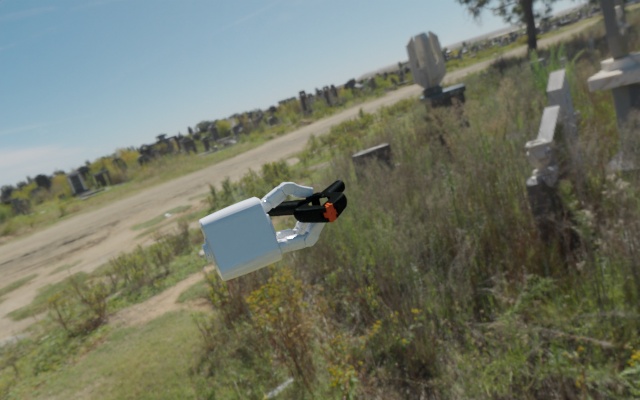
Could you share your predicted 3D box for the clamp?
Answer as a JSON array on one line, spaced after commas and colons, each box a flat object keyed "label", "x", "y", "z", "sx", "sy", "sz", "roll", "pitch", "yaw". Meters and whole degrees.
[{"label": "clamp", "x": 0.000, "y": 0.002, "z": 0.852, "sx": 0.164, "sy": 0.036, "sz": 0.210, "roll": -22, "pitch": 12, "yaw": -18}]
